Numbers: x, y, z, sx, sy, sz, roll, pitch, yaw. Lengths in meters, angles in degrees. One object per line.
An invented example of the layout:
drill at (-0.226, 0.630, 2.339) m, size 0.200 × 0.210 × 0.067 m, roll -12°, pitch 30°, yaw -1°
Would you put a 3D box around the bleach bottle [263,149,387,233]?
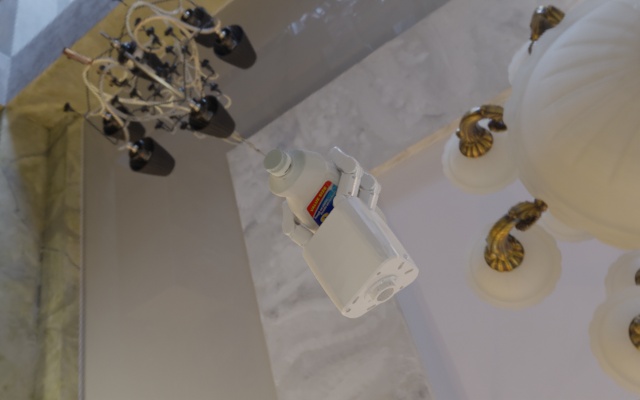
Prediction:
bleach bottle at (0.000, 0.002, 0.672) m, size 0.251 × 0.102 × 0.068 m, roll 36°, pitch 15°, yaw -51°
